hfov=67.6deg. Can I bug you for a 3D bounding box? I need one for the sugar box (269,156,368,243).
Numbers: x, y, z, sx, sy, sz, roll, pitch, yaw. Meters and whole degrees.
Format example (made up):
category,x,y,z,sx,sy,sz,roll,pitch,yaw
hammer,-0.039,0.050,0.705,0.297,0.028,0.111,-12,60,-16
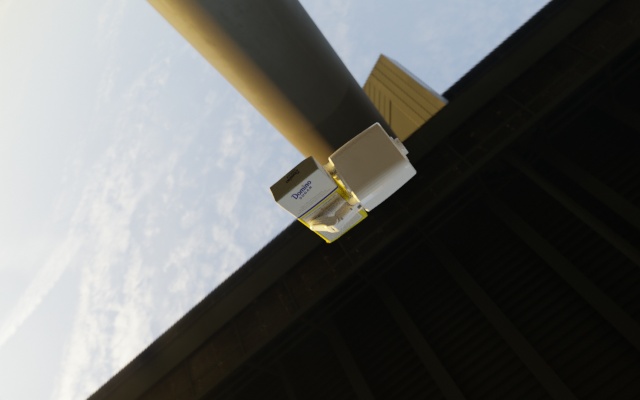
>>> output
category,x,y,z,sx,sy,sz,roll,pitch,yaw
sugar box,0.000,0.002,0.837,0.093,0.048,0.176,-38,-44,10
